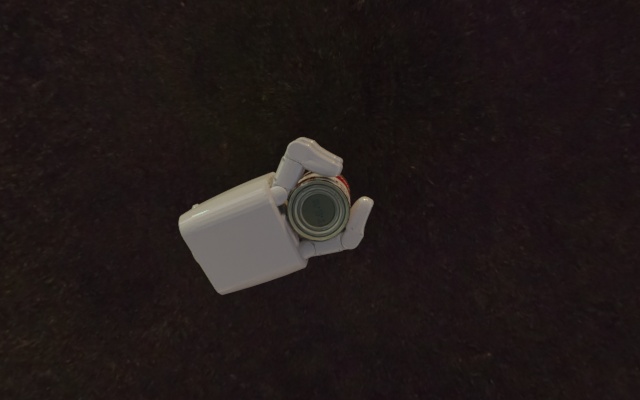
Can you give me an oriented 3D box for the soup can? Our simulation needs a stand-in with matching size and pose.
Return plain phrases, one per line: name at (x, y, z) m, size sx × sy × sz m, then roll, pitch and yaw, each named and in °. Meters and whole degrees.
soup can at (0.001, 0.002, 0.539) m, size 0.068 × 0.068 × 0.102 m, roll 0°, pitch 10°, yaw 3°
